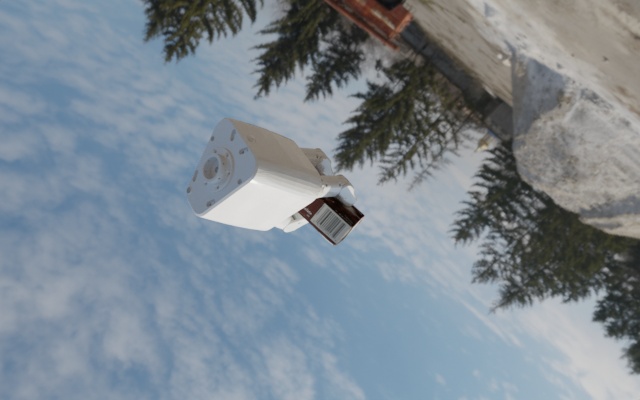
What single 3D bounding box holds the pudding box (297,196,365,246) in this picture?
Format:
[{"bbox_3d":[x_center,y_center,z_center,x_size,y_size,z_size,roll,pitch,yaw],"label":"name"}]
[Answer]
[{"bbox_3d":[0.000,0.002,0.634,0.113,0.039,0.090,44,17,5],"label":"pudding box"}]
